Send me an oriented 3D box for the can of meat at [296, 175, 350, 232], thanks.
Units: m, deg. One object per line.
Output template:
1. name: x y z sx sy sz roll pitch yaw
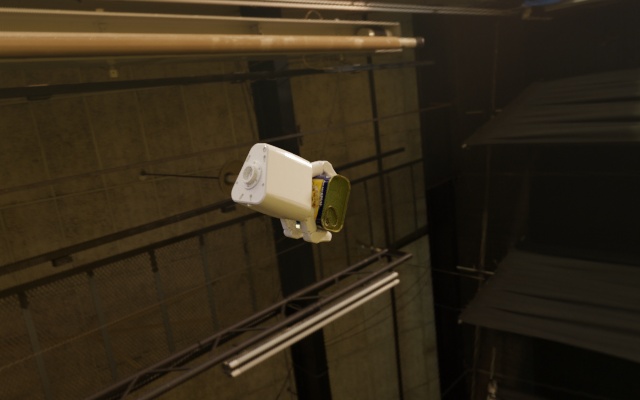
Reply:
1. can of meat: 0.000 0.003 0.887 0.084 0.102 0.057 6 -8 44
